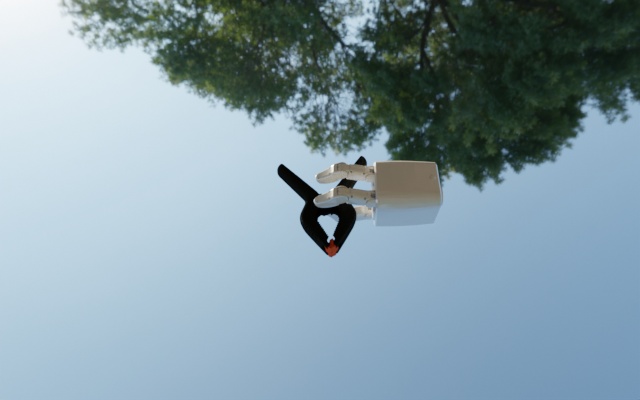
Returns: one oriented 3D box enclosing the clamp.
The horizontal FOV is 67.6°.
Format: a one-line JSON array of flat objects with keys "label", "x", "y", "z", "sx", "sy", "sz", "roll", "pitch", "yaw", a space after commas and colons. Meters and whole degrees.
[{"label": "clamp", "x": 0.000, "y": 0.004, "z": 0.822, "sx": 0.164, "sy": 0.209, "sz": 0.036, "roll": -1, "pitch": -40, "yaw": 4}]
